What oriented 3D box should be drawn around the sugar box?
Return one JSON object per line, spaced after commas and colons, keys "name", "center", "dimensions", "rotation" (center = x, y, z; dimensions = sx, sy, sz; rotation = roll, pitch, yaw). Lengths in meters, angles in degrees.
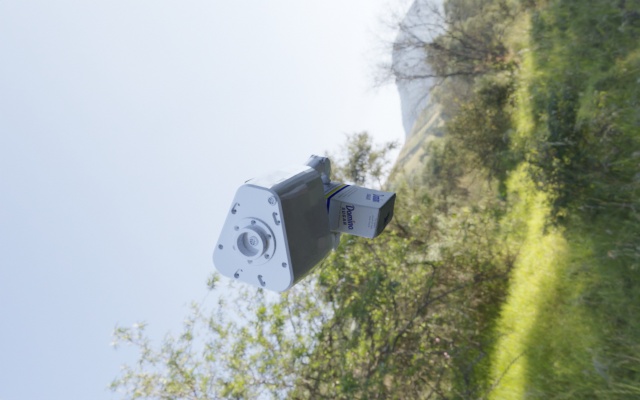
{"name": "sugar box", "center": [0.000, 0.003, 0.613], "dimensions": [0.176, 0.048, 0.093], "rotation": [14, 17, 18]}
